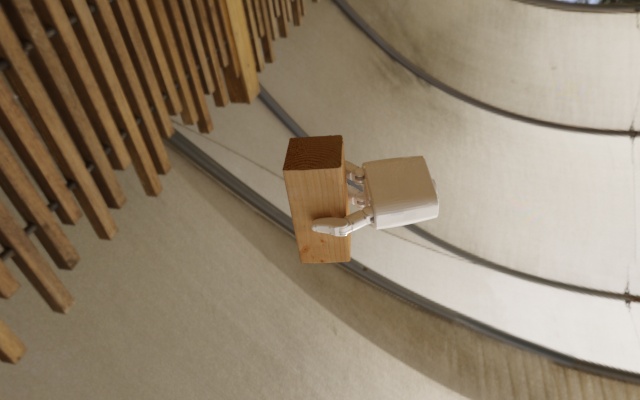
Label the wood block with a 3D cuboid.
[{"bbox_3d":[0.001,0.003,0.802,0.090,0.206,0.090,-2,40,7],"label":"wood block"}]
